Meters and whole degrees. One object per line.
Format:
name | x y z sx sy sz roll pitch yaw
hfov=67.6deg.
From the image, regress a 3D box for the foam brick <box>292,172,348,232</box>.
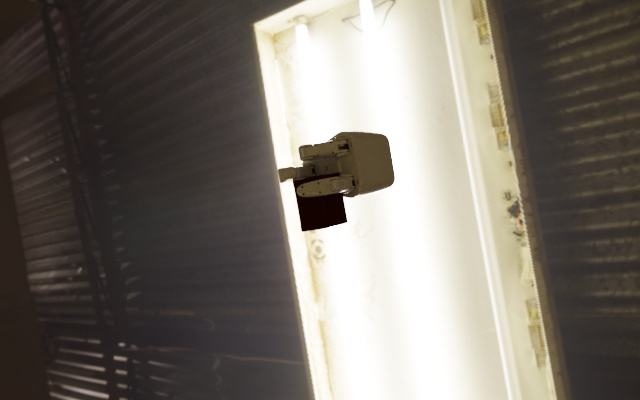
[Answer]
foam brick | 0.000 0.003 0.700 0.053 0.078 0.051 -9 1 40
